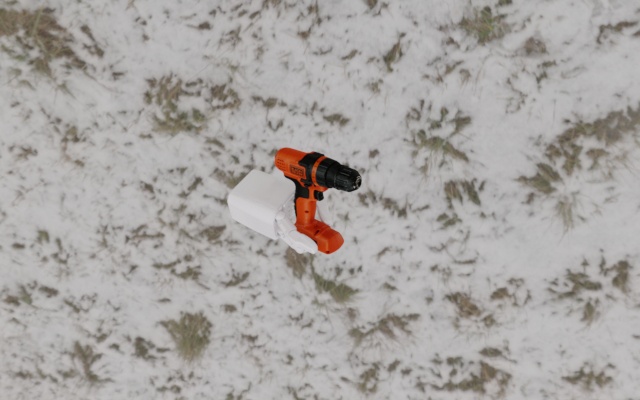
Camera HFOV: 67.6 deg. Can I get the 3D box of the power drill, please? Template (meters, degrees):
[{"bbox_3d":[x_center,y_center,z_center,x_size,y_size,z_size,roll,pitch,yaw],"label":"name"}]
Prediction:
[{"bbox_3d":[0.000,0.003,0.869,0.184,0.188,0.057,22,39,37],"label":"power drill"}]
